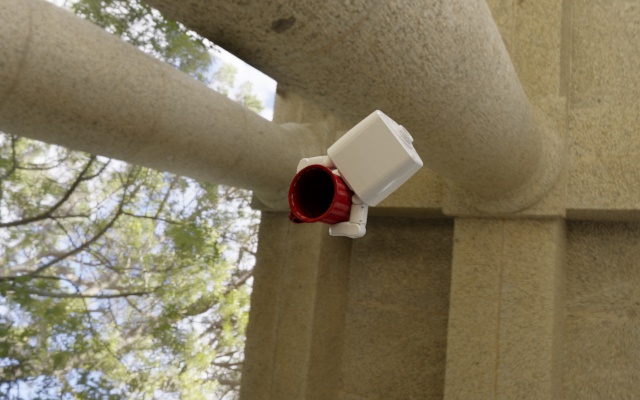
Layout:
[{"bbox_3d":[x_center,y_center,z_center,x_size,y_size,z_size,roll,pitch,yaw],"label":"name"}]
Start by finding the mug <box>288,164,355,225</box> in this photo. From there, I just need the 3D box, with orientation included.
[{"bbox_3d":[-0.001,0.004,0.778,0.117,0.093,0.081,-40,-28,21],"label":"mug"}]
